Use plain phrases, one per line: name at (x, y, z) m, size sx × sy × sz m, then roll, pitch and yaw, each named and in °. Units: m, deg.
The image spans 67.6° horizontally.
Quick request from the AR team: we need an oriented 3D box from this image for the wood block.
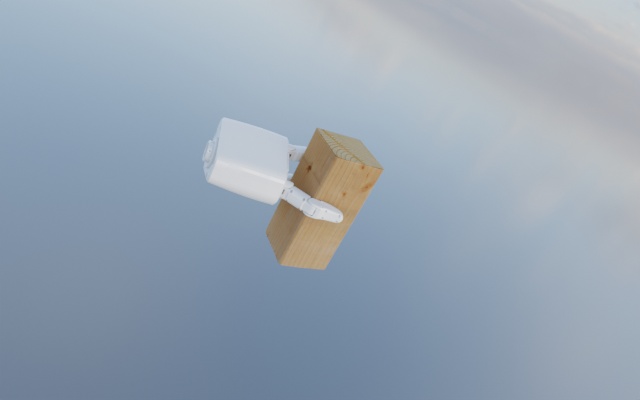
wood block at (0.000, 0.003, 0.764) m, size 0.090 × 0.206 × 0.090 m, roll 11°, pitch 31°, yaw -32°
